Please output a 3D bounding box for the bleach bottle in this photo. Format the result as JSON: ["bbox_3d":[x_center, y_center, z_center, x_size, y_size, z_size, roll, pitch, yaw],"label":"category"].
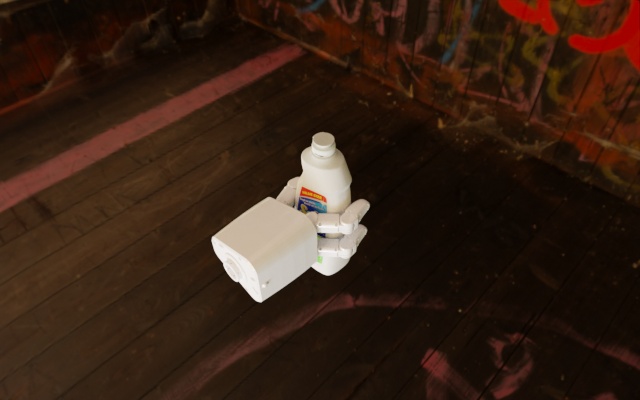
[{"bbox_3d":[0.000,0.002,0.711,0.068,0.251,0.102,-35,55,-27],"label":"bleach bottle"}]
